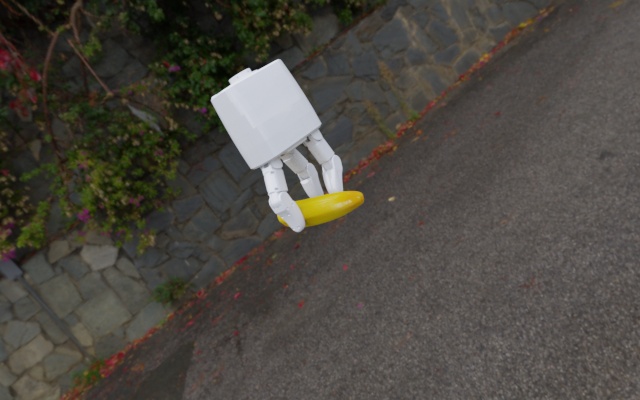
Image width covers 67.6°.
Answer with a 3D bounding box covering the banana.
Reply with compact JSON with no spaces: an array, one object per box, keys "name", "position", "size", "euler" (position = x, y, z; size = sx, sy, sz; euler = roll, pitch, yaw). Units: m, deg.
[{"name":"banana","position":[-0.016,0.012,0.673],"size":[0.069,0.037,0.198],"euler":[-34,12,-25]}]
